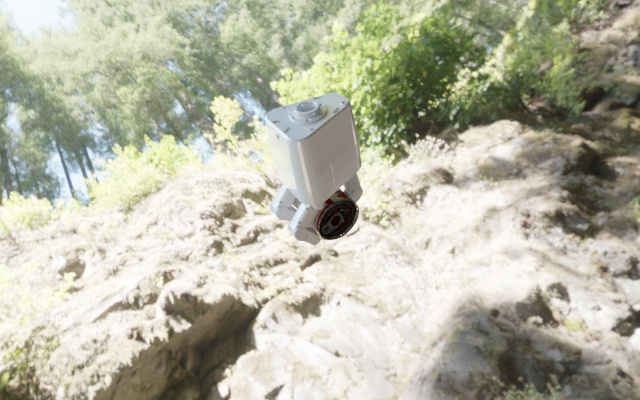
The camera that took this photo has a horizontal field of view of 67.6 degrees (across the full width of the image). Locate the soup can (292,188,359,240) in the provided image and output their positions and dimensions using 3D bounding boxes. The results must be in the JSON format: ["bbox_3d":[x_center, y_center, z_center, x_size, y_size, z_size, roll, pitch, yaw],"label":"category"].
[{"bbox_3d":[0.000,0.002,0.702,0.068,0.068,0.102,0,31,-37],"label":"soup can"}]
